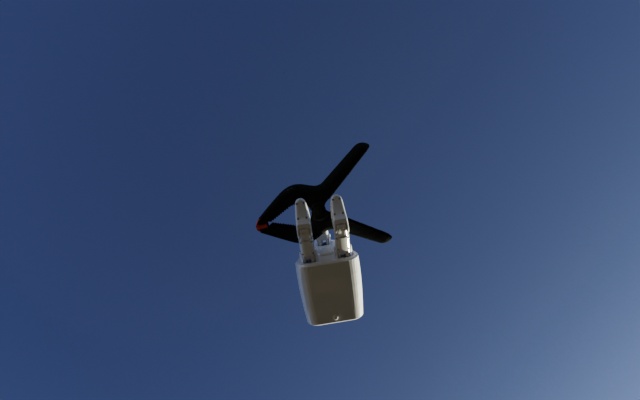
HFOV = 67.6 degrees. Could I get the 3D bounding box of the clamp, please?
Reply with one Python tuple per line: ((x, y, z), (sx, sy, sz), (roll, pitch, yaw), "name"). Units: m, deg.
((0.000, 0.003, 0.748), (0.210, 0.164, 0.036), (-9, 11, -2), "clamp")
